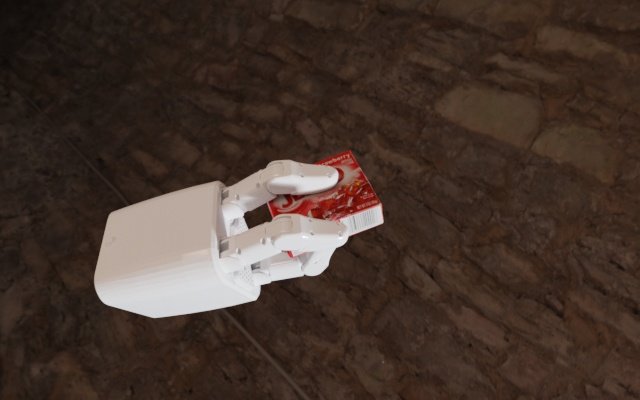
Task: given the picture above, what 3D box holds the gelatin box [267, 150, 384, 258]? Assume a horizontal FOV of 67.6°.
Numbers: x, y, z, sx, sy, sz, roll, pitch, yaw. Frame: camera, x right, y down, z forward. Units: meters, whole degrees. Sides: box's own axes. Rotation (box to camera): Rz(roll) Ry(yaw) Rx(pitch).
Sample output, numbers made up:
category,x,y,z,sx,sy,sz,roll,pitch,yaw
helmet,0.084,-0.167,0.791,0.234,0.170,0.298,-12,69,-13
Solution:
category,x,y,z,sx,sy,sz,roll,pitch,yaw
gelatin box,0.000,0.002,0.419,0.089,0.073,0.030,-20,-42,-6
